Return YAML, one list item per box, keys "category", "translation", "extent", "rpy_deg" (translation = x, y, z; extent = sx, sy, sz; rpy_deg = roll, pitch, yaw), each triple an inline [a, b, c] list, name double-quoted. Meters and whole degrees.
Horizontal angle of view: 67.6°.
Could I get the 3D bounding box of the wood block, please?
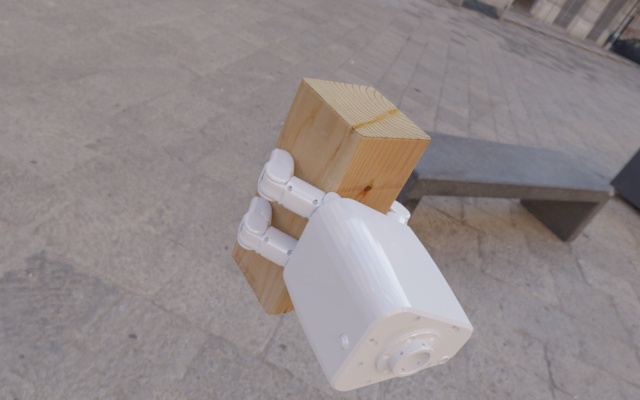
- category: "wood block"
  translation: [0.001, 0.002, 0.453]
  extent: [0.091, 0.206, 0.090]
  rpy_deg: [-4, 43, -41]
